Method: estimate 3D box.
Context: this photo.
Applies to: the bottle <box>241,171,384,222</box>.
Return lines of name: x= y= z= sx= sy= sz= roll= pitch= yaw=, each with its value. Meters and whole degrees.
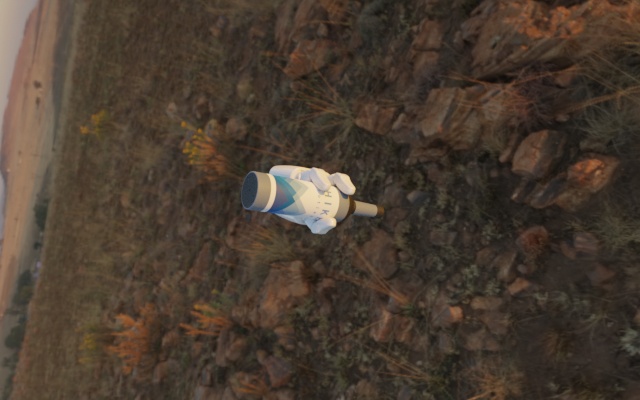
bottle: x=0.000 y=0.003 z=0.896 sx=0.296 sy=0.069 sz=0.069 roll=10 pitch=-5 yaw=-33
